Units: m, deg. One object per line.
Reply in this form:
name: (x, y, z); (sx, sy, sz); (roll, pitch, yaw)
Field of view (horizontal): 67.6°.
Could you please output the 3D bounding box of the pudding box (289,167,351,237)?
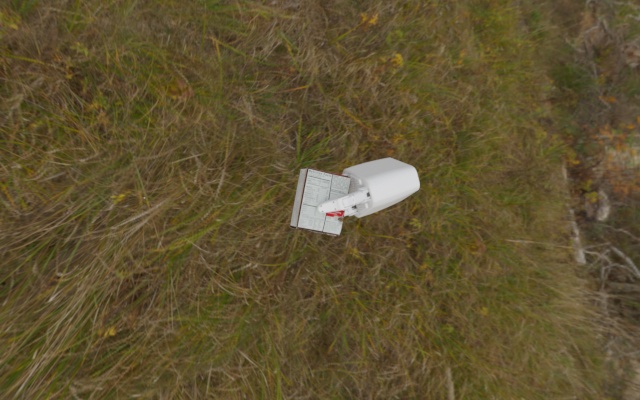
pudding box: (0.000, 0.003, 0.863); (0.090, 0.113, 0.039); (12, -5, -22)
